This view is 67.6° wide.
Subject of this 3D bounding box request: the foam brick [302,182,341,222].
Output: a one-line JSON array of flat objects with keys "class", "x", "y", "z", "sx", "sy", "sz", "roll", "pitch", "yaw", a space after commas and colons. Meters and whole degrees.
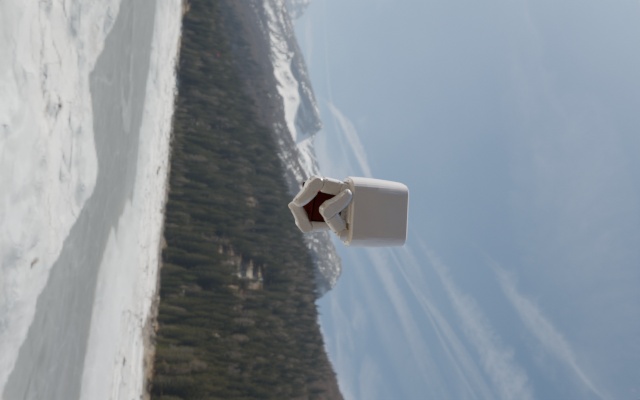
[{"class": "foam brick", "x": 0.000, "y": 0.003, "z": 0.831, "sx": 0.051, "sy": 0.053, "sz": 0.078, "roll": 3, "pitch": 15, "yaw": -18}]
